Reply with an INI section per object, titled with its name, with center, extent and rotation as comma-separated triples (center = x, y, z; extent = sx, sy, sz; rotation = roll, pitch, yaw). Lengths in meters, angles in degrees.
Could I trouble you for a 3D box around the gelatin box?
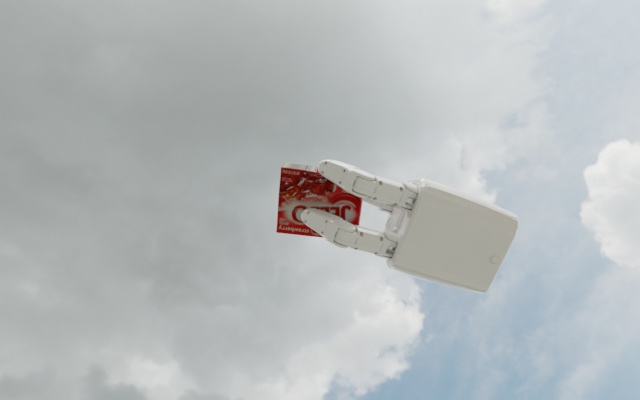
[gelatin box]
center = 0.000, 0.001, 0.510
extent = 0.089, 0.073, 0.030
rotation = 7, 17, 4
